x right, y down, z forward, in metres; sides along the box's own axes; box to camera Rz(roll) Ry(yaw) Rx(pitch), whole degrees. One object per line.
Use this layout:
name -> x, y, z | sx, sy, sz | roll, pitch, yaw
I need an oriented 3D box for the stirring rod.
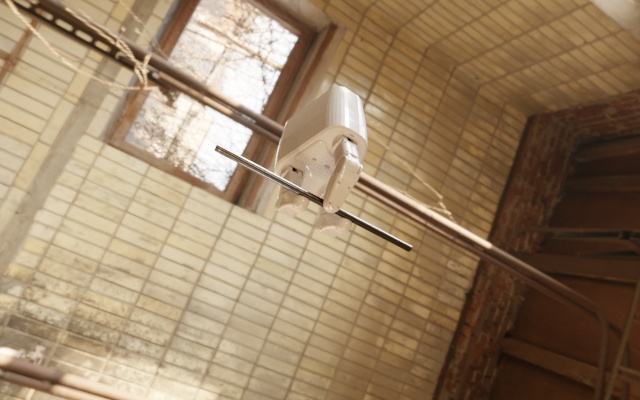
stirring rod -> 0.000, 0.002, 0.497 | 0.239, 0.011, 0.011 | 28, -10, -20
